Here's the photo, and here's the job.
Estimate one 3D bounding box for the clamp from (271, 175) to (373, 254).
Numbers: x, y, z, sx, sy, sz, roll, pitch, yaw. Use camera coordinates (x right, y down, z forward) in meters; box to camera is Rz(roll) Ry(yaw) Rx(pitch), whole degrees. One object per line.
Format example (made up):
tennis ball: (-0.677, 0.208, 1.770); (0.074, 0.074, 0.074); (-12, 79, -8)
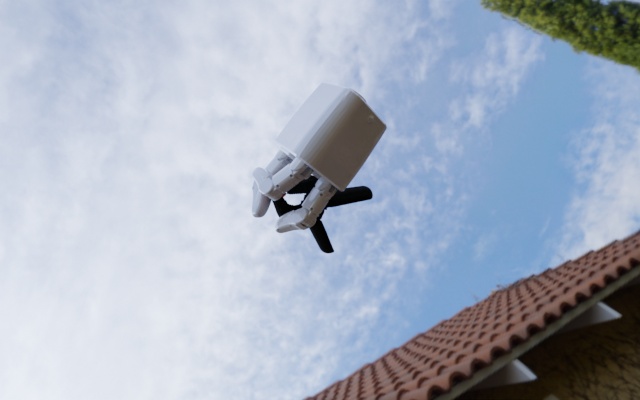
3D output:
clamp: (0.000, 0.002, 0.683); (0.171, 0.120, 0.039); (36, 1, -45)
